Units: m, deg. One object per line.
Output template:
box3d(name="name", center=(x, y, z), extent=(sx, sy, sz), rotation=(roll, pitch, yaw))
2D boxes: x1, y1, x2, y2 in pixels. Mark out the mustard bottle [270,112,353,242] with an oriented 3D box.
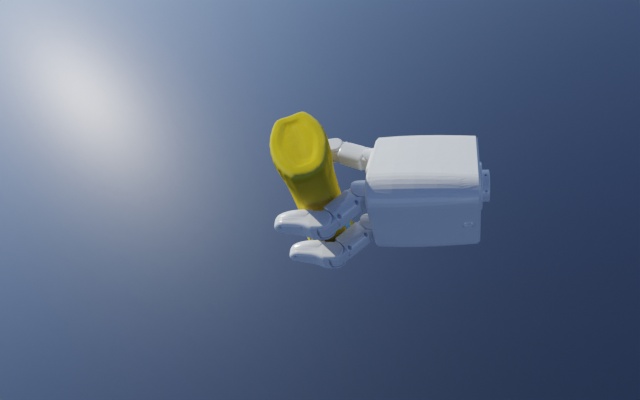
box3d(name="mustard bottle", center=(0.000, 0.002, 0.531), extent=(0.058, 0.096, 0.192), rotation=(-20, -42, 0))
